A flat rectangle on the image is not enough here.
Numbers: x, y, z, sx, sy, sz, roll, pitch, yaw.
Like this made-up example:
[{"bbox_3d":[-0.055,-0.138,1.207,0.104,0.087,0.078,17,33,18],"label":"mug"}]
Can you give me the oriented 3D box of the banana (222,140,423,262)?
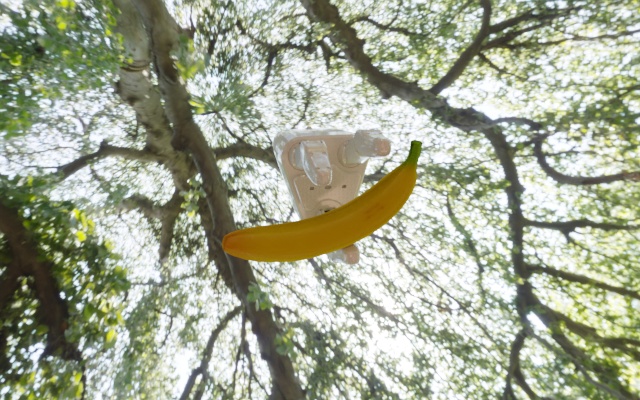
[{"bbox_3d":[0.011,0.015,0.437,0.198,0.070,0.037,-28,24,-4],"label":"banana"}]
